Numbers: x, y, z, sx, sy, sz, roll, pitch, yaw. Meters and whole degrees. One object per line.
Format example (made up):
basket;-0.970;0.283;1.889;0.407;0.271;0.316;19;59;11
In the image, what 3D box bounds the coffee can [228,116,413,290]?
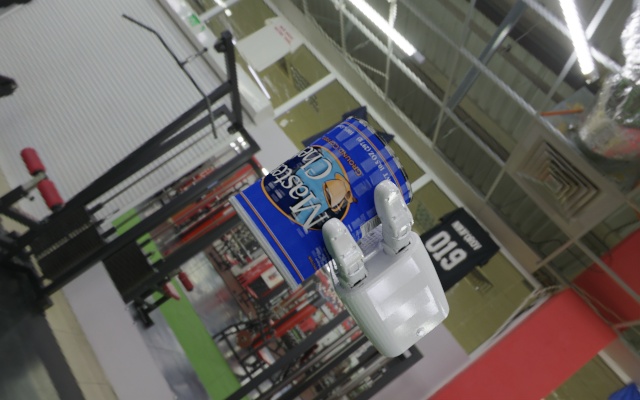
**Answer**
coffee can;0.000;0.001;0.451;0.140;0.103;0.103;-36;6;-9
